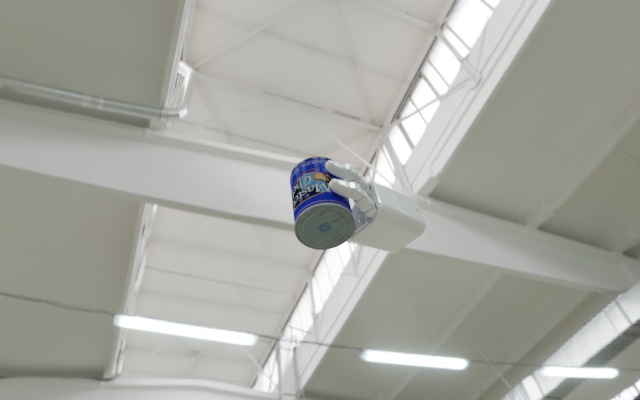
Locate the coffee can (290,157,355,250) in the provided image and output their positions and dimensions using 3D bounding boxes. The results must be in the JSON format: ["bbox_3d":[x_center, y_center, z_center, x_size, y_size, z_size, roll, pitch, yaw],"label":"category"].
[{"bbox_3d":[0.000,0.003,0.850,0.103,0.103,0.140,0,39,-8],"label":"coffee can"}]
